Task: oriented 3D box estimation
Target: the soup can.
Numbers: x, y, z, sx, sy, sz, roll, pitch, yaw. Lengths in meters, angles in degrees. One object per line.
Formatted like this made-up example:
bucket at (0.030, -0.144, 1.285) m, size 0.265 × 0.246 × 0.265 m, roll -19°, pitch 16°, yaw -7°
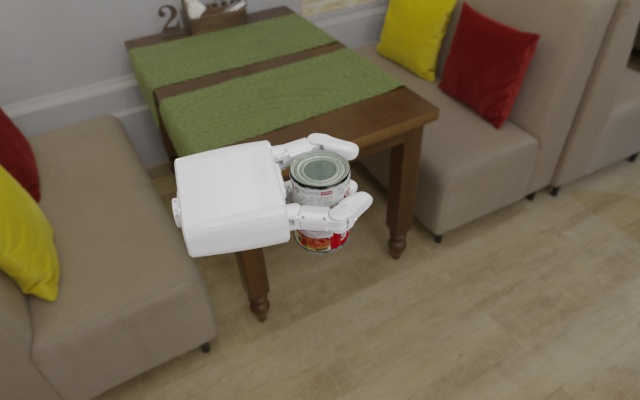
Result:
soup can at (0.001, 0.002, 0.546) m, size 0.068 × 0.102 × 0.068 m, roll -1°, pitch 42°, yaw 1°
